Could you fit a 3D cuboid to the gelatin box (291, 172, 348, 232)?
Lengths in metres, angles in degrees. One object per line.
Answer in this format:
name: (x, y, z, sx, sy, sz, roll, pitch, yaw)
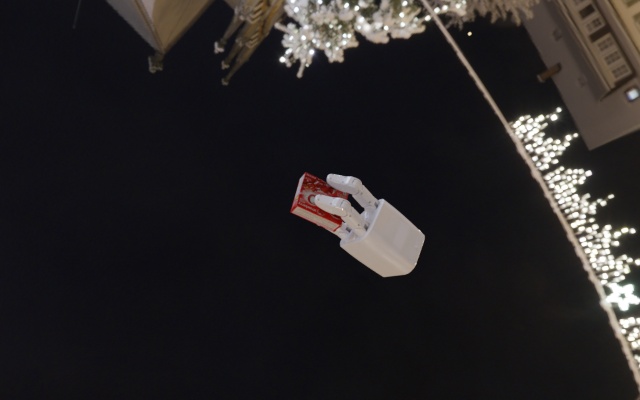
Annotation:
gelatin box: (0.000, 0.003, 0.822, 0.089, 0.073, 0.030, 25, -36, -15)
